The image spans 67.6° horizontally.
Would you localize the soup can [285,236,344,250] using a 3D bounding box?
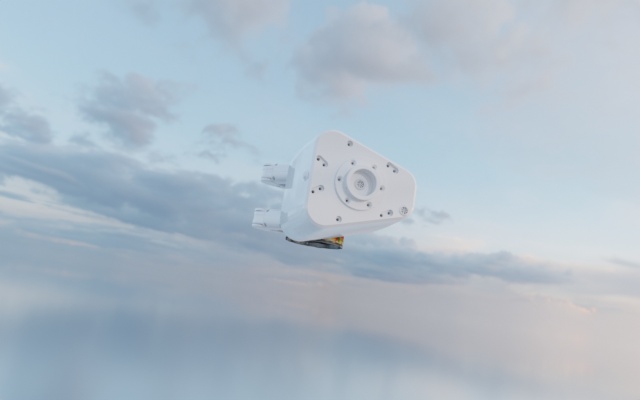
[{"bbox_3d":[0.000,0.002,0.566,0.068,0.102,0.068,9,-11,2],"label":"soup can"}]
